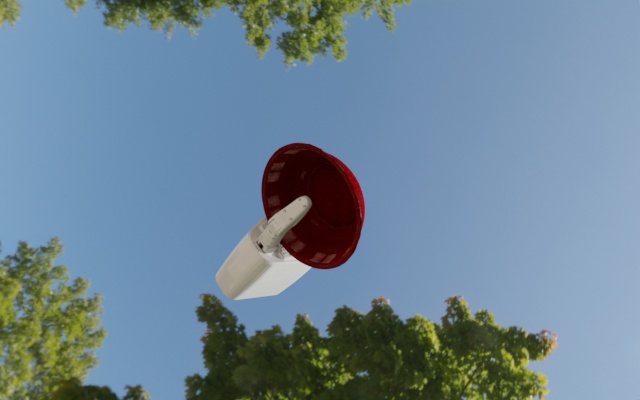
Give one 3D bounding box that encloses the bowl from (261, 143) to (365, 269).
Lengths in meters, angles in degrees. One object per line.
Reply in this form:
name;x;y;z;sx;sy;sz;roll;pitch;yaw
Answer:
bowl;0.001;0.001;0.599;0.162;0.162;0.055;0;17;43
